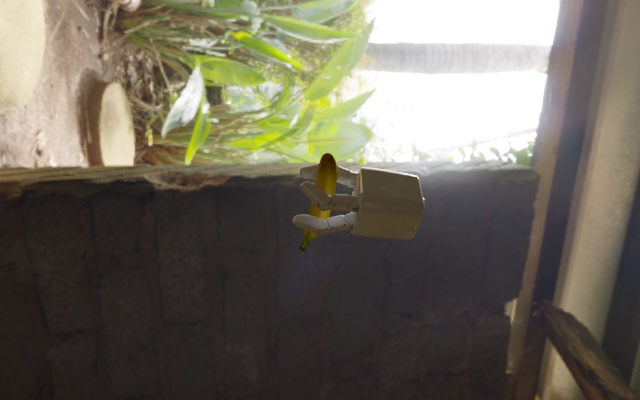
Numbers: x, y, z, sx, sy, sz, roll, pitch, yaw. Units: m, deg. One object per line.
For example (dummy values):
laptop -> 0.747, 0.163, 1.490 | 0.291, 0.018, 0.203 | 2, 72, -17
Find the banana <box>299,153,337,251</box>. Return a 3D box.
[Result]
banana -> 0.003, -0.004, 0.829 | 0.037, 0.198, 0.069 | 16, 31, 4
